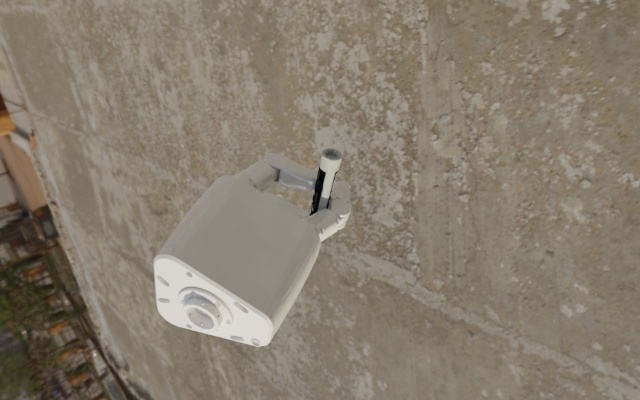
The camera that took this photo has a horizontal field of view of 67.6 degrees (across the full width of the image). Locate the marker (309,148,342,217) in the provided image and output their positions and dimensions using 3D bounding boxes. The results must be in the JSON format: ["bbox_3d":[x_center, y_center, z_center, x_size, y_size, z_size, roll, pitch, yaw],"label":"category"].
[{"bbox_3d":[0.000,0.002,0.476,0.020,0.121,0.020,8,42,-7],"label":"marker"}]
